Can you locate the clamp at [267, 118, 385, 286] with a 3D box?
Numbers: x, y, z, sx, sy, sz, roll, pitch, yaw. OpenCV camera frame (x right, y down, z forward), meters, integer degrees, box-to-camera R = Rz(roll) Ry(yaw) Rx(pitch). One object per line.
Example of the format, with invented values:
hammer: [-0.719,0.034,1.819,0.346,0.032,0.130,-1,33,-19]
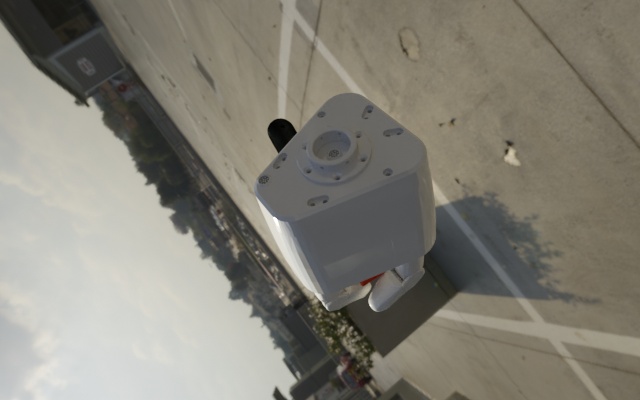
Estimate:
clamp: [0.000,0.002,0.452,0.039,0.171,0.120,-36,-35,-12]
